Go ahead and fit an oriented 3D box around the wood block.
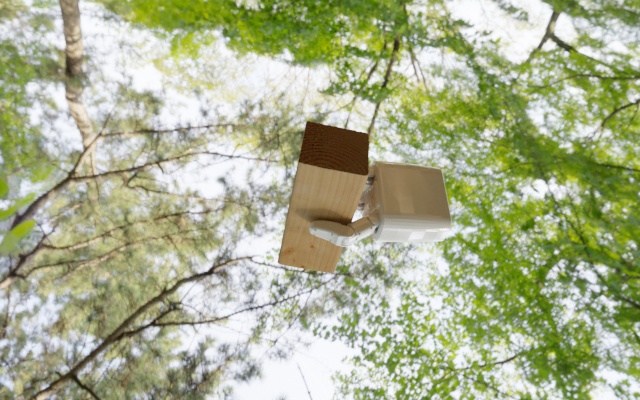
[{"bbox_3d":[0.000,0.003,0.683,0.090,0.206,0.090,11,44,-4],"label":"wood block"}]
